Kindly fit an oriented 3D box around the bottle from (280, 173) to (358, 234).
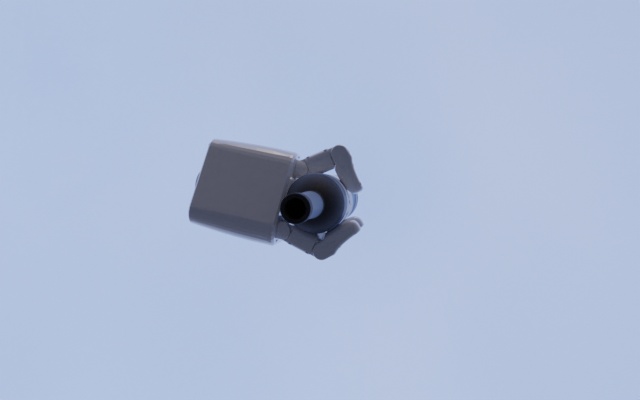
[{"bbox_3d":[0.000,0.002,0.557,0.069,0.069,0.295,0,2,9],"label":"bottle"}]
